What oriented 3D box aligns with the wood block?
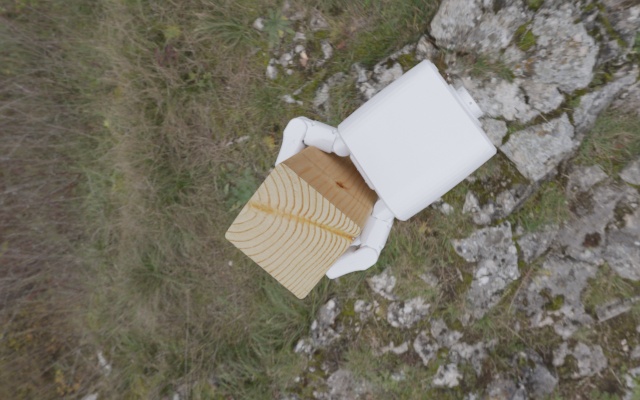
[{"bbox_3d":[0.000,0.001,0.496,0.091,0.090,0.206,40,20,2],"label":"wood block"}]
